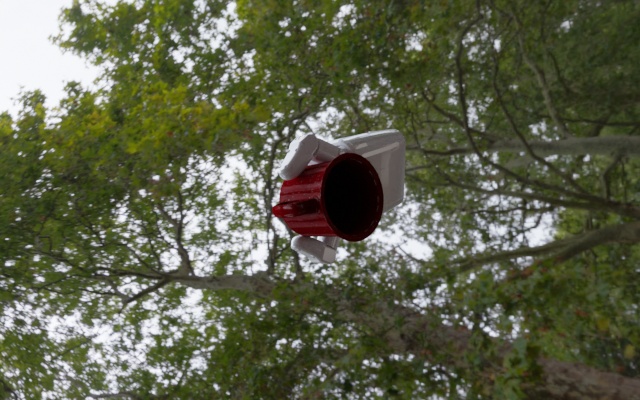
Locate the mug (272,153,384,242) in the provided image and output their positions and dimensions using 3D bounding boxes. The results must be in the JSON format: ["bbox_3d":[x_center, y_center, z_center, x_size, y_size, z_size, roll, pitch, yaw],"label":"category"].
[{"bbox_3d":[-0.001,0.002,0.516,0.117,0.093,0.081,-18,8,-41],"label":"mug"}]
